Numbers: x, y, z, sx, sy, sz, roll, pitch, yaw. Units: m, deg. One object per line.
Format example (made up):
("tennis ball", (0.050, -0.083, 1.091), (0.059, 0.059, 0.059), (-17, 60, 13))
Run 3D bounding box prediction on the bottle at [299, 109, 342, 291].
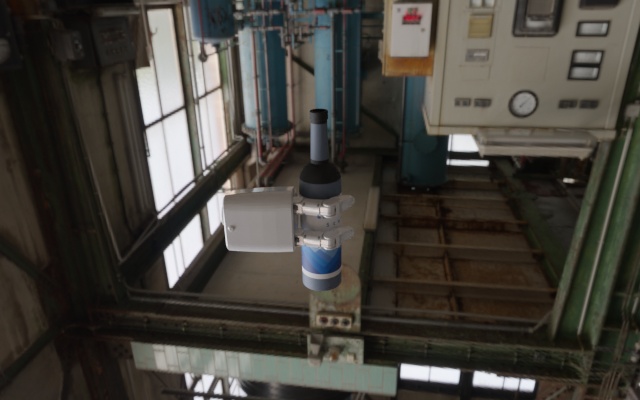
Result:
("bottle", (0.000, 0.003, 0.760), (0.069, 0.296, 0.069), (-1, 24, 0))
